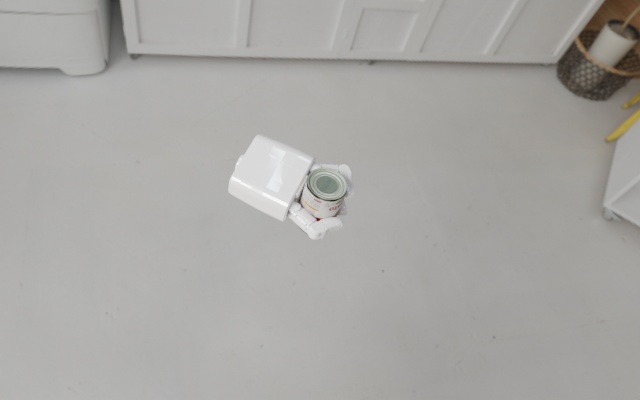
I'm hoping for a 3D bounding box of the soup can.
[{"bbox_3d":[0.001,0.003,0.781,0.068,0.068,0.102,0,-36,-15],"label":"soup can"}]
